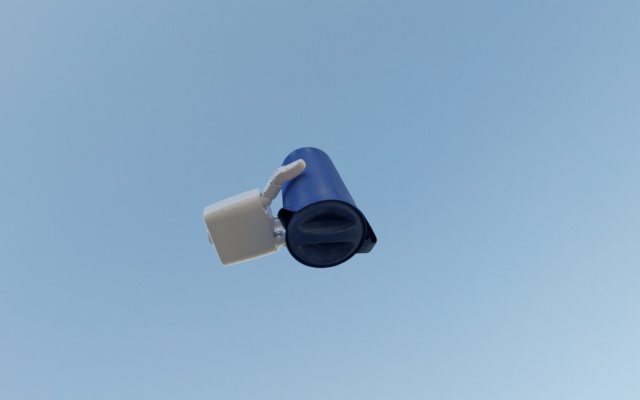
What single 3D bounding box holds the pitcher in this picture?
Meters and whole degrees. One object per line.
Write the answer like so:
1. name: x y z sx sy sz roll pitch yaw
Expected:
1. pitcher: 0.000 0.003 0.862 0.145 0.149 0.242 -19 32 1
